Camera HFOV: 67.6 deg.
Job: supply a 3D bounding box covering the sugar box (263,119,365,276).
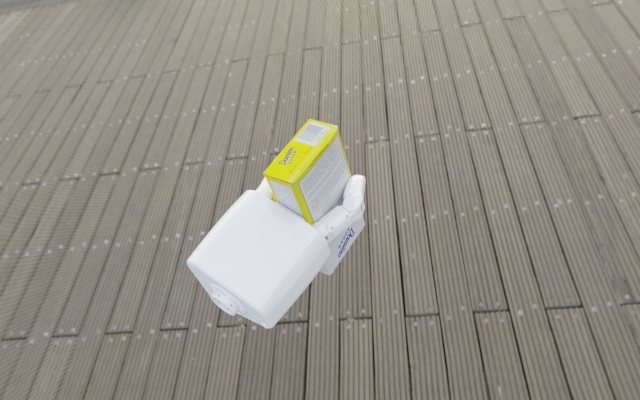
[{"bbox_3d":[0.000,0.002,0.565,0.048,0.093,0.176,21,-32,29],"label":"sugar box"}]
